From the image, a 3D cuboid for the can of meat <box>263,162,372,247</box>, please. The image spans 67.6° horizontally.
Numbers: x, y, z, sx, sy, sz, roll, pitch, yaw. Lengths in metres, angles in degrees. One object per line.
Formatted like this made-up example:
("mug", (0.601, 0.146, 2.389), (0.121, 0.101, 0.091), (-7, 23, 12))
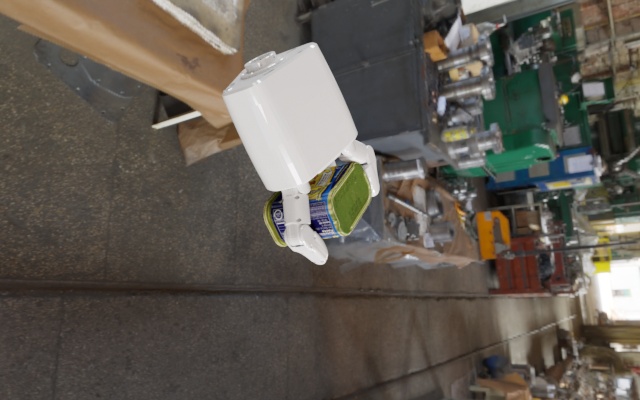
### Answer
("can of meat", (0.000, 0.002, 0.528), (0.084, 0.057, 0.102), (-9, 26, 31))
